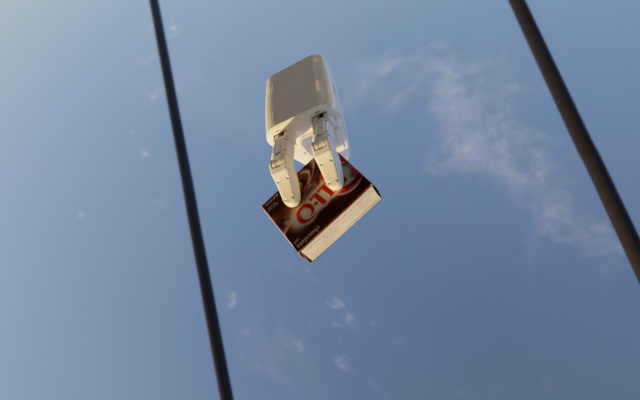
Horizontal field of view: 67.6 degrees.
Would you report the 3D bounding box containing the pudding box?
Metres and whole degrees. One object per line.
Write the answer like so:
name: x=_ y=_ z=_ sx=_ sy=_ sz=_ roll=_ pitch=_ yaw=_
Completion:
pudding box: x=0.000 y=0.002 z=0.550 sx=0.090 sy=0.113 sz=0.039 roll=47 pitch=2 yaw=41
